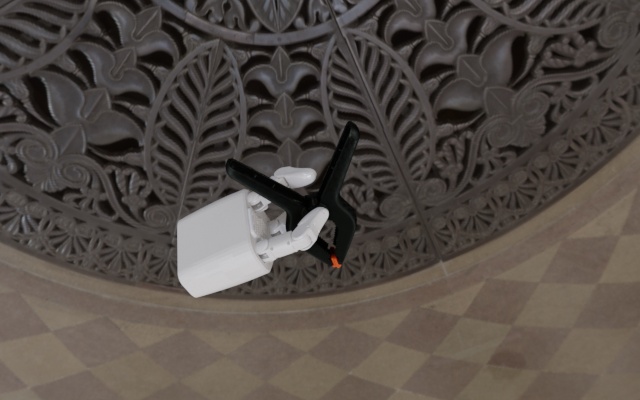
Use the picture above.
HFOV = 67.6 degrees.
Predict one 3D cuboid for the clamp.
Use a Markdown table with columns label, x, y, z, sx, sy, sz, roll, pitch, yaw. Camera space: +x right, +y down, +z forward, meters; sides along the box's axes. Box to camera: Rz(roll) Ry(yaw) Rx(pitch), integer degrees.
| label | x | y | z | sx | sy | sz | roll | pitch | yaw |
| --- | --- | --- | --- | --- | --- | --- | --- | --- | --- |
| clamp | 0.000 | 0.003 | 0.610 | 0.164 | 0.210 | 0.036 | -21 | 35 | 12 |
